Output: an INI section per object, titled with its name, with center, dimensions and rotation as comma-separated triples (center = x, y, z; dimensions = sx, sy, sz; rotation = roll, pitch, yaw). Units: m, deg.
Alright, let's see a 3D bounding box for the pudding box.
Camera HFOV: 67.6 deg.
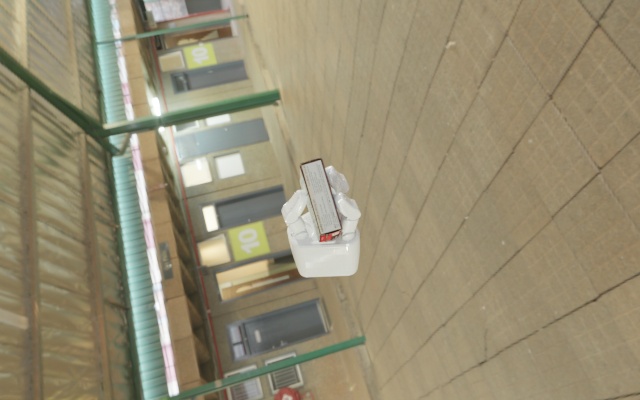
[pudding box]
center = 0.000, 0.002, 0.720
dimensions = 0.039, 0.113, 0.090
rotation = -17, -10, -6
